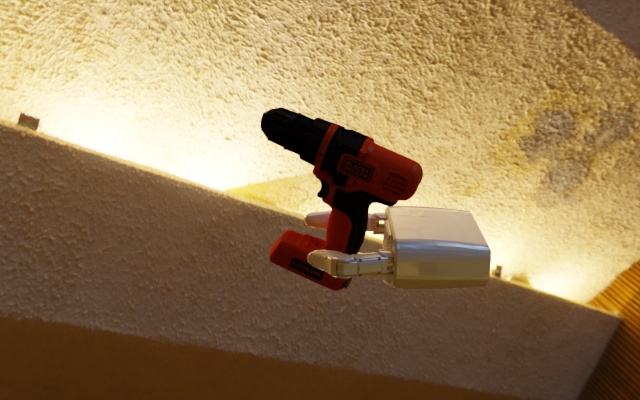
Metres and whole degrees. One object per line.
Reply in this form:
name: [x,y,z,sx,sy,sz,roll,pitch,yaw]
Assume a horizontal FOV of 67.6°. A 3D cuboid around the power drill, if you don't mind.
power drill: [0.000,0.002,0.547,0.184,0.188,0.057,24,33,7]
